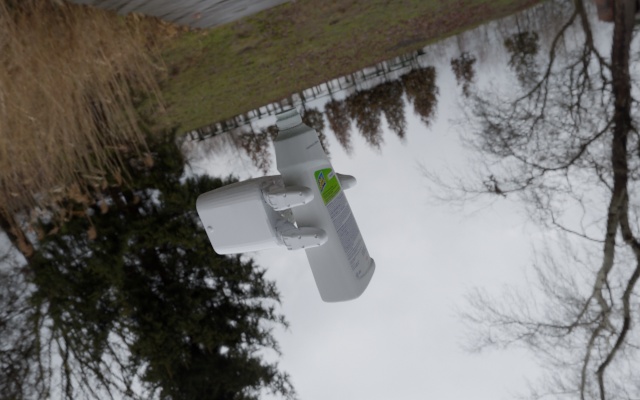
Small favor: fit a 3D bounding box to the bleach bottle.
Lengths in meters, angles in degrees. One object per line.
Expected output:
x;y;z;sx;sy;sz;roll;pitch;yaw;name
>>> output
0.000;0.002;0.620;0.068;0.251;0.102;-12;18;24;bleach bottle
